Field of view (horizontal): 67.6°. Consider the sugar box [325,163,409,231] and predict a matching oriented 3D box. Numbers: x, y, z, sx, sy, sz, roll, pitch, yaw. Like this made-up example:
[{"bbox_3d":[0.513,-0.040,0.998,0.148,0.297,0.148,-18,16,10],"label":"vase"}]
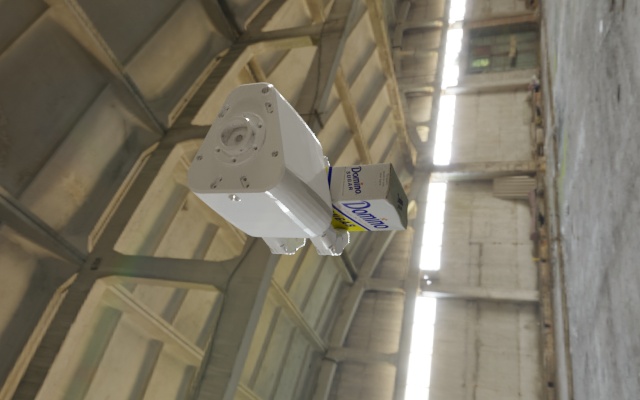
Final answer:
[{"bbox_3d":[0.000,0.002,0.520,0.176,0.048,0.093,0,-23,22],"label":"sugar box"}]
